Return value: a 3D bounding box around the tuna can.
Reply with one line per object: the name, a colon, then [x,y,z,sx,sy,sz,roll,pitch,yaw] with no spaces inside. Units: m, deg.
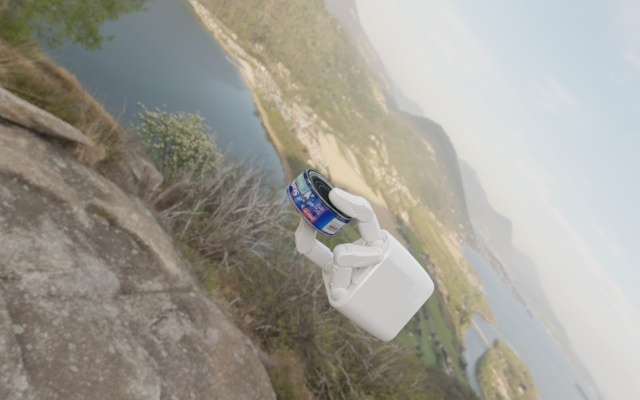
tuna can: [0.000,0.002,0.593,0.034,0.086,0.086,-42,-15,17]
